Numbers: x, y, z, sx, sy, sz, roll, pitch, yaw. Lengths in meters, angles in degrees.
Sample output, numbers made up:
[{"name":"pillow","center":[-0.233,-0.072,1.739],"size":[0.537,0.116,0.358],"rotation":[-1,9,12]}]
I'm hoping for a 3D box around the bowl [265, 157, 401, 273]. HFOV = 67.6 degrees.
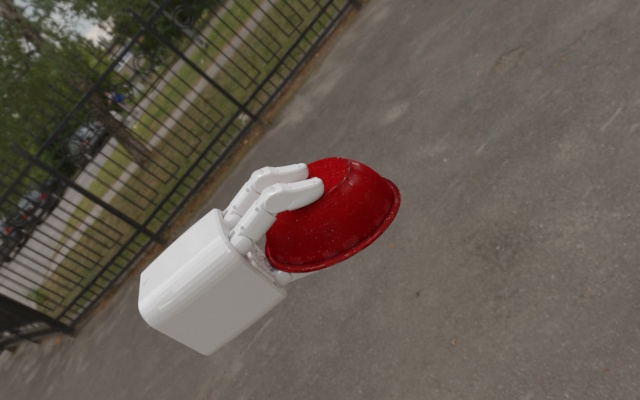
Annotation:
[{"name":"bowl","center":[0.001,0.001,0.507],"size":[0.162,0.055,0.162],"rotation":[-22,27,12]}]
